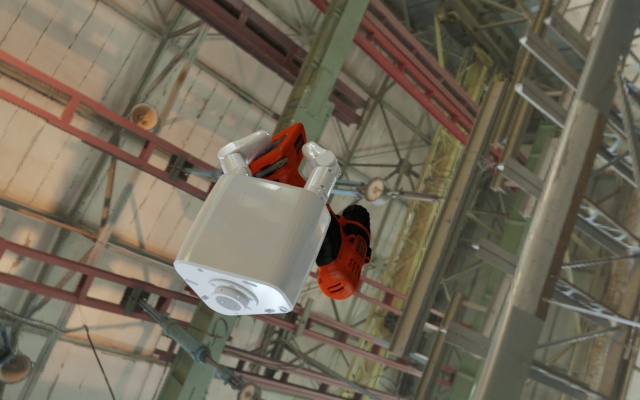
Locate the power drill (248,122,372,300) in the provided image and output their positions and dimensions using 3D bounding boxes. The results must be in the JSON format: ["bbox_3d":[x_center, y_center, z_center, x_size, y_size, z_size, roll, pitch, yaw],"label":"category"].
[{"bbox_3d":[0.000,0.002,0.579,0.057,0.188,0.184,-28,17,22],"label":"power drill"}]
